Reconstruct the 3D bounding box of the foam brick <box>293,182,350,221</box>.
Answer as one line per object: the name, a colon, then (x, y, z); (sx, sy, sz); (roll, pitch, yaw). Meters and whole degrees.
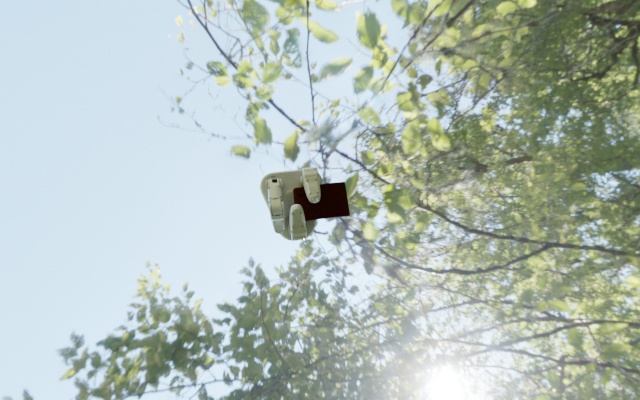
foam brick: (0.000, 0.002, 0.722); (0.078, 0.053, 0.051); (-6, -1, -5)
